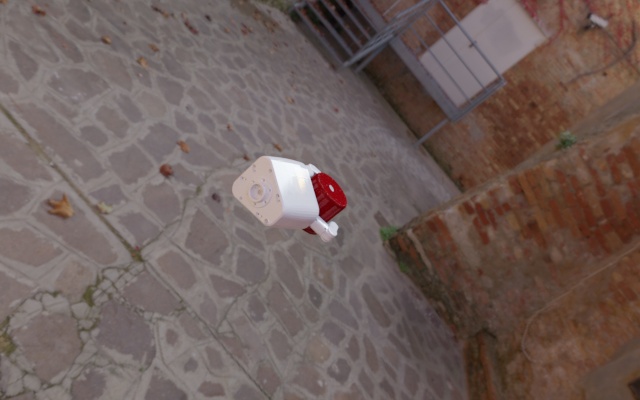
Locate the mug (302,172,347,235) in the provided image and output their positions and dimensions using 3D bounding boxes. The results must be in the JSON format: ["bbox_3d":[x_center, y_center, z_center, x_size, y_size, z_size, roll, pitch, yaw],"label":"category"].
[{"bbox_3d":[0.001,0.003,0.889,0.081,0.093,0.117,-39,-19,22],"label":"mug"}]
